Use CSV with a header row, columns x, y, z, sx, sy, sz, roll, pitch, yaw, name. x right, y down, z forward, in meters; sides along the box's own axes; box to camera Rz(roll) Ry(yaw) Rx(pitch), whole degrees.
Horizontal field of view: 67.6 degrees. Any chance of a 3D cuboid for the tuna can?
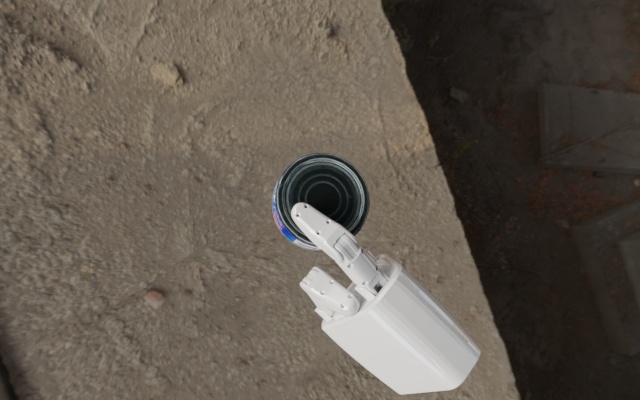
x,y,z,sx,sy,sz,roll,pitch,yaw,name
0.000,0.001,0.429,0.086,0.086,0.034,0,-10,-11,tuna can
